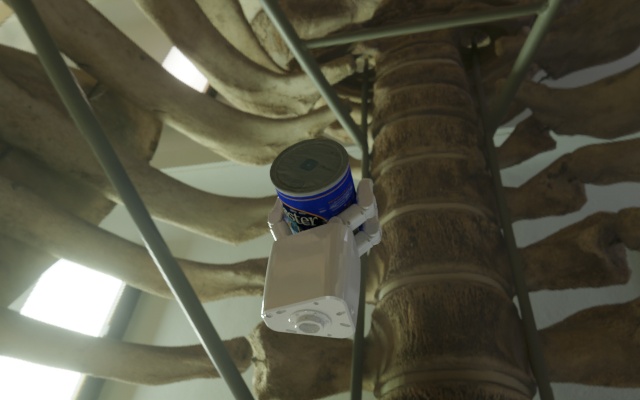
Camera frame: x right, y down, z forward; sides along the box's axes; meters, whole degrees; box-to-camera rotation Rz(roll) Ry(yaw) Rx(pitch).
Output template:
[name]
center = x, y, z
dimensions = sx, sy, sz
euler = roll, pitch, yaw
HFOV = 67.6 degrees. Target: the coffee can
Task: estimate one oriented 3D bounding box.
[coffee can]
center = 0.000, 0.002, 0.648
dimensions = 0.103, 0.102, 0.140
euler = 0, -43, 18
